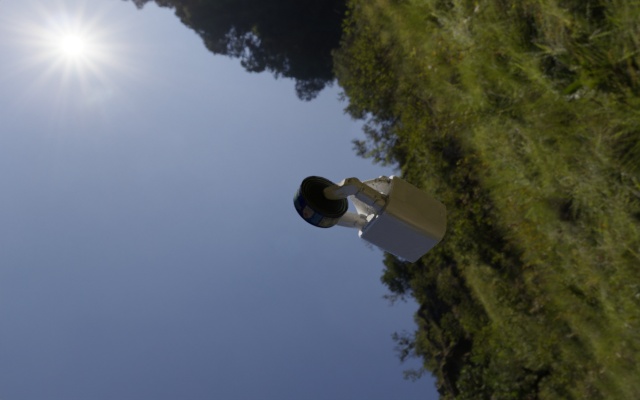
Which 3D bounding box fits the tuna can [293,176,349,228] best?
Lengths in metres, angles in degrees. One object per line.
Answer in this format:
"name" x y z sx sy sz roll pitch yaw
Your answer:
"tuna can" 0.000 0.003 0.768 0.086 0.086 0.034 0 -40 -37
